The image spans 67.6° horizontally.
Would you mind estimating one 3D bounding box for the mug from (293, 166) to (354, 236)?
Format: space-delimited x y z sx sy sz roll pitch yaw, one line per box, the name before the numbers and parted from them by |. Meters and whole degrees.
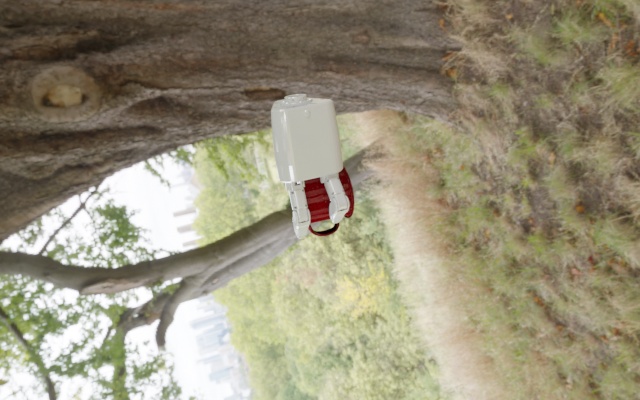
mug | 0.000 0.004 0.769 0.081 0.117 0.093 -13 22 -16
